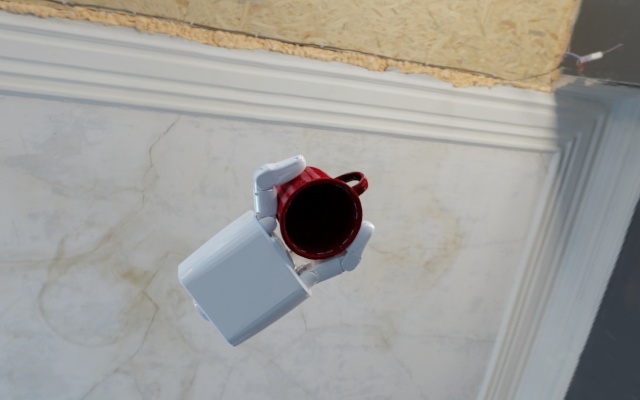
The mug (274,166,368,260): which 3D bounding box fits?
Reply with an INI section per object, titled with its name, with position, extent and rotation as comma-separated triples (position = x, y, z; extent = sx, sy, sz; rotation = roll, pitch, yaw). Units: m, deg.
[mug]
position = 0.001, 0.001, 0.543
extent = 0.117, 0.093, 0.081
rotation = -34, 25, -4
